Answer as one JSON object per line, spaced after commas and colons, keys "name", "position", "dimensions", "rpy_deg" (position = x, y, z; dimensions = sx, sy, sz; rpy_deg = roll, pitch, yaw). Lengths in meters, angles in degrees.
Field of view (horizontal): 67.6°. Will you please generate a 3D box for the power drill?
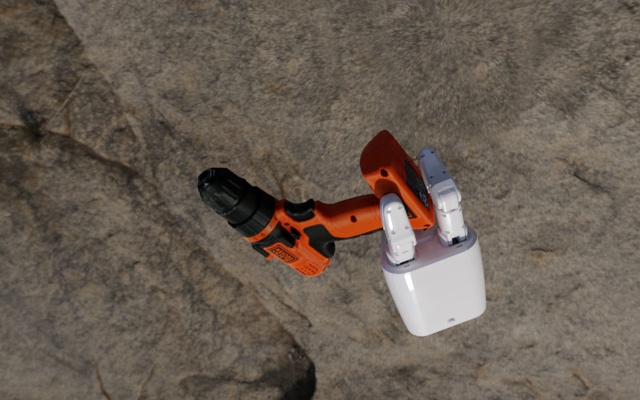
{"name": "power drill", "position": [0.001, 0.002, 0.467], "dimensions": [0.188, 0.057, 0.184], "rpy_deg": [-21, -42, 30]}
